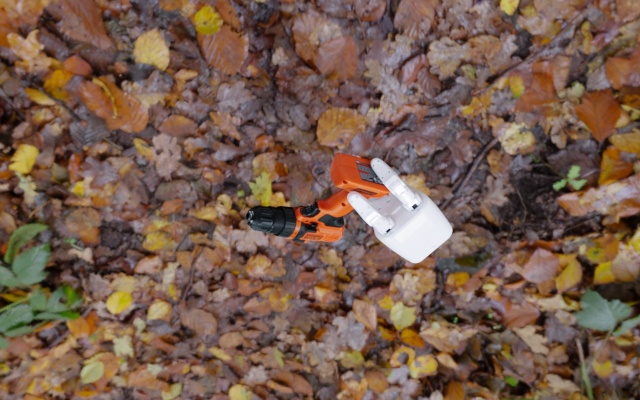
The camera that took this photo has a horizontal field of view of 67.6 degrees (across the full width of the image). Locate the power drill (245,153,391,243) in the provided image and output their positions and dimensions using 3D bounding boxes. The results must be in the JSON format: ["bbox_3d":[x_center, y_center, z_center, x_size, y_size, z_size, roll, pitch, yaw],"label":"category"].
[{"bbox_3d":[0.001,0.002,0.740,0.184,0.057,0.188,9,-35,-39],"label":"power drill"}]
